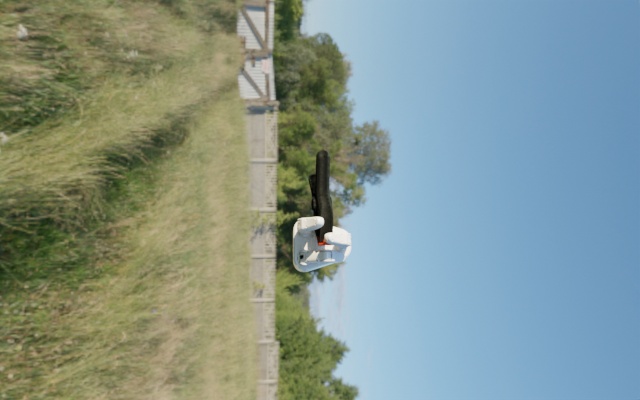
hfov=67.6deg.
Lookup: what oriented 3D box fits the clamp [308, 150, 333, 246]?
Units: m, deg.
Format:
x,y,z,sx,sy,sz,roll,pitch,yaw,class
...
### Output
x,y,z,sx,sy,sz,roll,pitch,yaw,class
0.001,0.003,0.899,0.039,0.171,0.120,0,-12,-5,clamp
